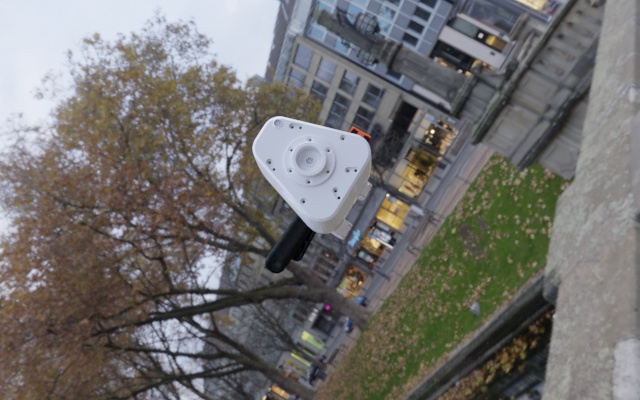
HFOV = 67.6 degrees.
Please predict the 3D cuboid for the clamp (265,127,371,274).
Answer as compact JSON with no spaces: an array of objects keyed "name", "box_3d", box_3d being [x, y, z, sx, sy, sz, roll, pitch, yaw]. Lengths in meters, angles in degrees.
[{"name":"clamp","box_3d":[0.000,0.001,0.630,0.036,0.210,0.164,31,-5,5]}]
